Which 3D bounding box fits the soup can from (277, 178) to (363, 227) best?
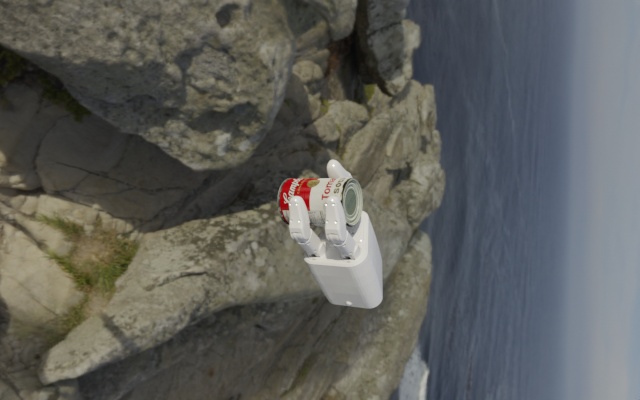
[{"bbox_3d":[0.000,0.002,0.669,0.102,0.068,0.068,1,0,29],"label":"soup can"}]
